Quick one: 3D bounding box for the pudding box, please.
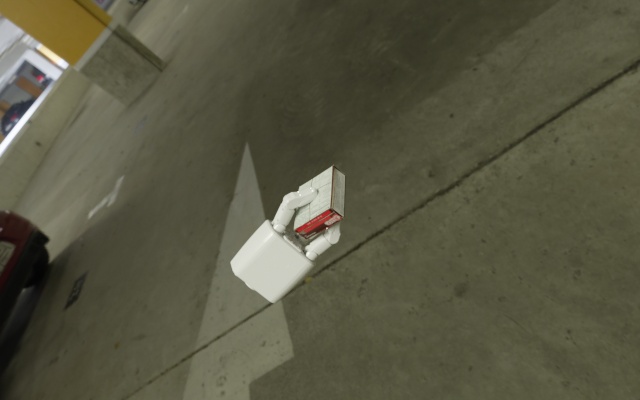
[{"bbox_3d":[0.000,0.003,0.844,0.090,0.113,0.039,-30,-53,31],"label":"pudding box"}]
